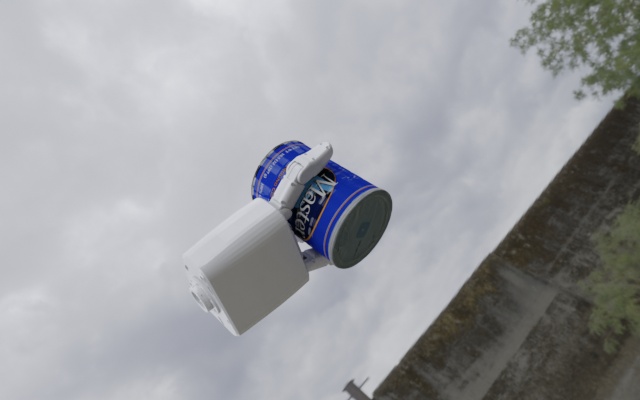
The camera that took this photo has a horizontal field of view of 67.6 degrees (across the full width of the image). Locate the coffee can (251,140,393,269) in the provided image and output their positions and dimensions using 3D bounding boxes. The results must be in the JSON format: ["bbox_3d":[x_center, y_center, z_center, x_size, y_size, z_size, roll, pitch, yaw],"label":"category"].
[{"bbox_3d":[0.000,0.002,0.575,0.140,0.103,0.103,33,19,33],"label":"coffee can"}]
